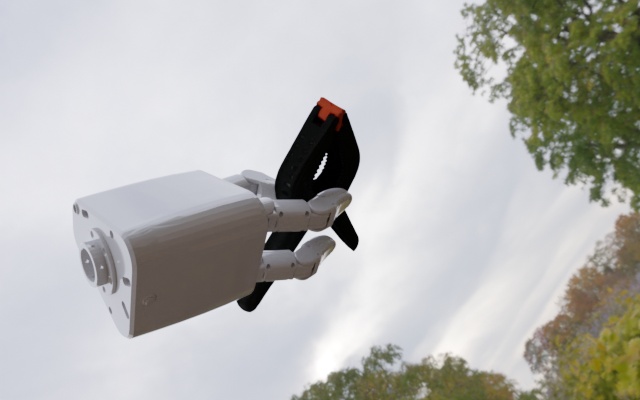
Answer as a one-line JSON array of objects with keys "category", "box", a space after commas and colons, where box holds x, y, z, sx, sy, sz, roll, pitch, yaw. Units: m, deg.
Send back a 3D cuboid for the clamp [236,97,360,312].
[{"category": "clamp", "box": [-0.001, 0.001, 0.461, 0.036, 0.210, 0.164, 36, 37, 30]}]
